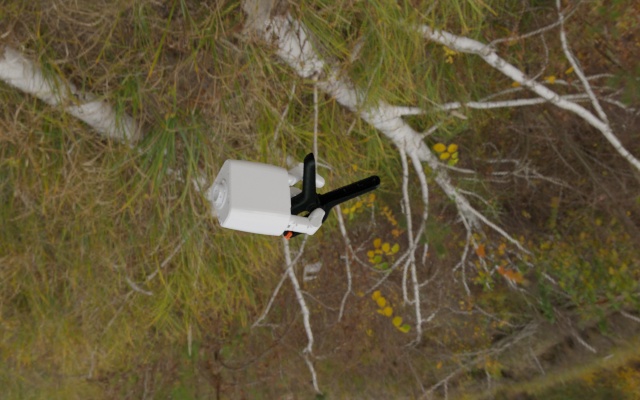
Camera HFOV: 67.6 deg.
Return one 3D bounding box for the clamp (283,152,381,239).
[{"bbox_3d":[0.000,0.004,0.877,0.164,0.036,0.210,11,-45,-30],"label":"clamp"}]
